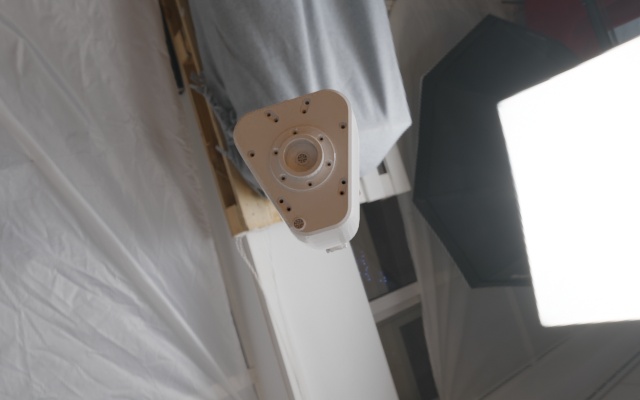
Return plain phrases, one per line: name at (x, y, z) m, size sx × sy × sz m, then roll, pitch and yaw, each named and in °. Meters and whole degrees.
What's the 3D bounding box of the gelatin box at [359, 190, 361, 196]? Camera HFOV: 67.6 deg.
gelatin box at (0.000, 0.002, 0.540) m, size 0.073 × 0.030 × 0.089 m, roll -14°, pitch -16°, yaw -11°
